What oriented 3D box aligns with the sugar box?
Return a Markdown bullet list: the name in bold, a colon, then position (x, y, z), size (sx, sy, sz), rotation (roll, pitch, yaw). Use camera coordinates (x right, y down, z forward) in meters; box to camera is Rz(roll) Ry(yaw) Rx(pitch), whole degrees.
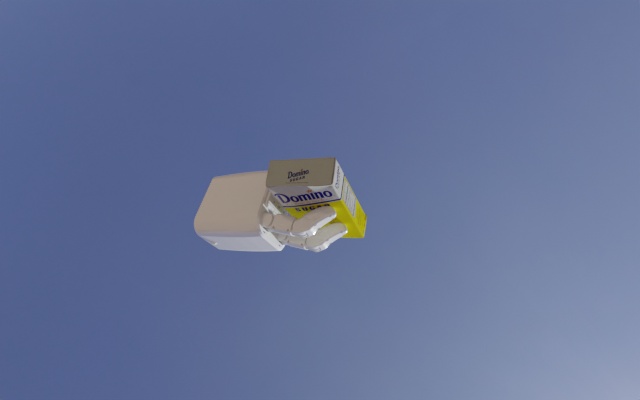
- **sugar box**: position (0.000, 0.003, 0.670), size (0.093, 0.048, 0.176), rotation (-1, -24, 20)
